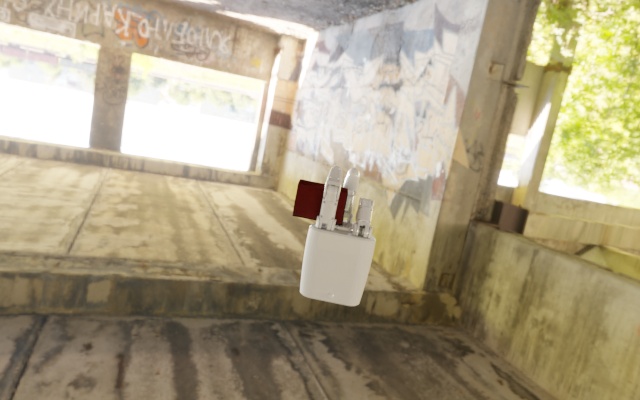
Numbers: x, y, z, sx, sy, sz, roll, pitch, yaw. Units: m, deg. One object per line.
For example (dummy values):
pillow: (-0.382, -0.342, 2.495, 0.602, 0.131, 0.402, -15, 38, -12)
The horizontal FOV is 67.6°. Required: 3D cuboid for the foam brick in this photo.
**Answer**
foam brick: (0.000, 0.002, 0.725, 0.078, 0.051, 0.053, 11, 10, 1)
